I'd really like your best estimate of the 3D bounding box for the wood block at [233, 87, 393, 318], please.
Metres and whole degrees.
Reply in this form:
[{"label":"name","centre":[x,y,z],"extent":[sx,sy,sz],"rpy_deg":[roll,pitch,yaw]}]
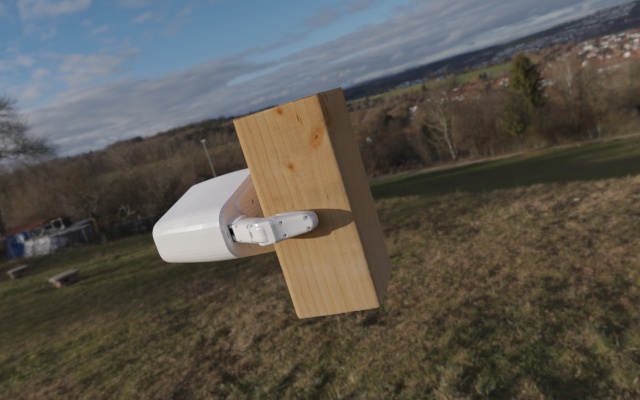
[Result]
[{"label":"wood block","centre":[0.000,0.002,0.483],"extent":[0.090,0.206,0.090],"rpy_deg":[-13,12,20]}]
